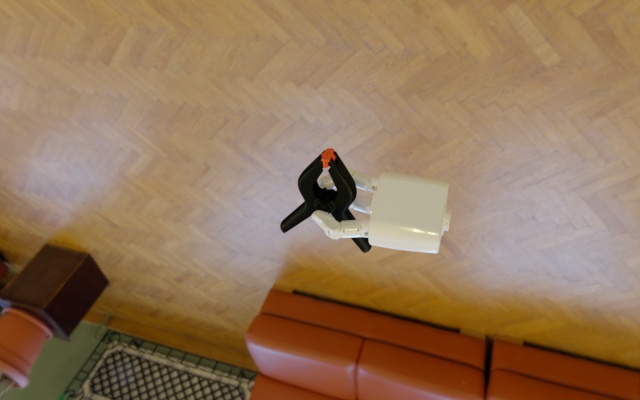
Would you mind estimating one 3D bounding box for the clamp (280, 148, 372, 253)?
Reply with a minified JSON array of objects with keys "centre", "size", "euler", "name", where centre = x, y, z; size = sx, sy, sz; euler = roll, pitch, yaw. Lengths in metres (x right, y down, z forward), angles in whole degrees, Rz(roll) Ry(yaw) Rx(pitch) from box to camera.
[{"centre":[0.000,0.003,0.775],"size":[0.164,0.210,0.036],"euler":[7,47,15],"name":"clamp"}]
